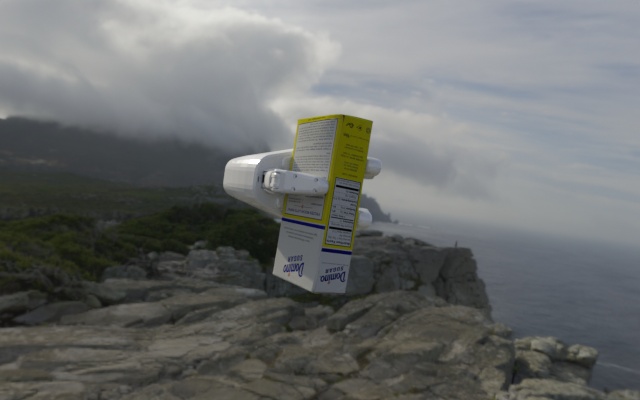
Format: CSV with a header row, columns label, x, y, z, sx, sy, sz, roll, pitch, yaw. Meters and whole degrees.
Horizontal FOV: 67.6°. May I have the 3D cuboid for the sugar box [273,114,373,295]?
label,x,y,z,sx,sy,sz,roll,pitch,yaw
sugar box,0.000,0.002,0.500,0.048,0.176,0.093,7,1,-31
